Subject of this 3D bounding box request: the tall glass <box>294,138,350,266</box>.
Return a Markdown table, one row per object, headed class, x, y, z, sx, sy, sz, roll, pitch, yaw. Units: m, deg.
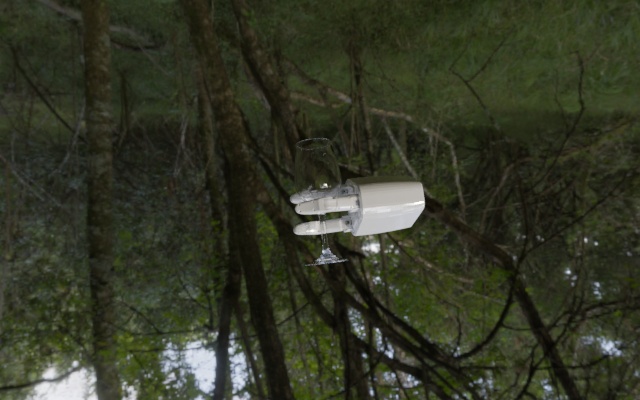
| class | x | y | z | sx | sy | sz | roll | pitch | yaw |
| --- | --- | --- | --- | --- | --- | --- | --- | --- | --- |
| tall glass | 0.000 | 0.003 | 0.783 | 0.079 | 0.201 | 0.079 | -7 | -7 | -1 |
